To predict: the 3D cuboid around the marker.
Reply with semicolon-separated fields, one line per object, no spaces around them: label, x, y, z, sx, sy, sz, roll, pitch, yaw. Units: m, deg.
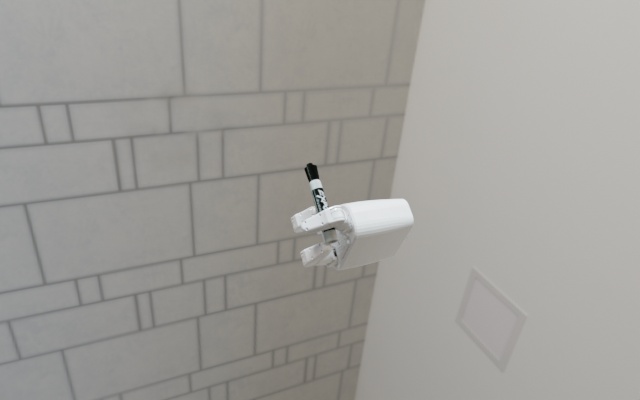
marker;0.000;0.002;0.673;0.020;0.121;0.020;-15;-18;-5
